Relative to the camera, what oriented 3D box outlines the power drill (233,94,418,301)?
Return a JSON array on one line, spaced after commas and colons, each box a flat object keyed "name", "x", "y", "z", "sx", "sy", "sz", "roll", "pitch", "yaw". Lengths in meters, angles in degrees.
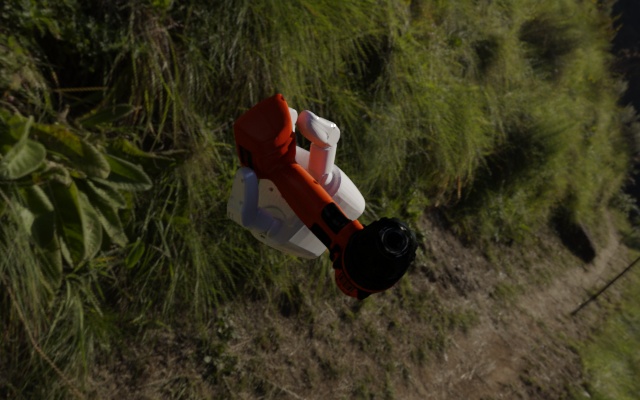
[{"name": "power drill", "x": 0.000, "y": 0.001, "z": 0.414, "sx": 0.057, "sy": 0.187, "sz": 0.184, "roll": -35, "pitch": -11, "yaw": -15}]
